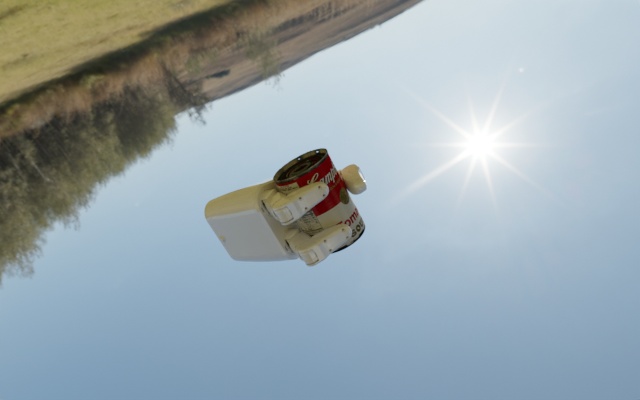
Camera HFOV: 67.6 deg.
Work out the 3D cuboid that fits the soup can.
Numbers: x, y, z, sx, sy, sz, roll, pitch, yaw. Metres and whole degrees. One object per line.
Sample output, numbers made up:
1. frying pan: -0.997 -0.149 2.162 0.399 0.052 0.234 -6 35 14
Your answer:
1. soup can: 0.001 0.002 0.540 0.068 0.102 0.068 -25 20 10
